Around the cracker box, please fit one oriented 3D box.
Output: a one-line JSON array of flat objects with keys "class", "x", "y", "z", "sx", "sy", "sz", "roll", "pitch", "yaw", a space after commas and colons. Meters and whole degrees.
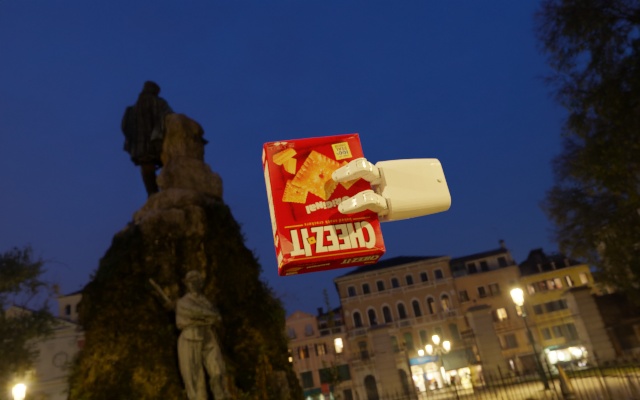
[{"class": "cracker box", "x": 0.000, "y": 0.002, "z": 0.778, "sx": 0.164, "sy": 0.213, "sz": 0.072, "roll": -6, "pitch": -22, "yaw": -11}]
